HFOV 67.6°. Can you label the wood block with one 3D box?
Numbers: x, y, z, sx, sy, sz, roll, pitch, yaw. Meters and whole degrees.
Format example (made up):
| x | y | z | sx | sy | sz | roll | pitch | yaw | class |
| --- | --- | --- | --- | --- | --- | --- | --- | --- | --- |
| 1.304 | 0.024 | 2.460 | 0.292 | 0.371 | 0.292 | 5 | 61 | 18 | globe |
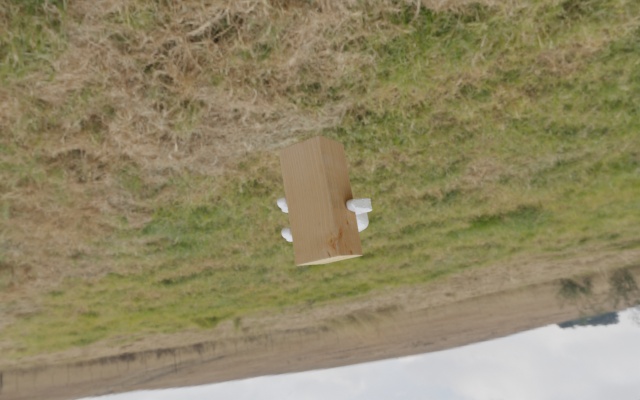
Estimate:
| x | y | z | sx | sy | sz | roll | pitch | yaw | class |
| --- | --- | --- | --- | --- | --- | --- | --- | --- | --- |
| 0.001 | 0.003 | 0.837 | 0.091 | 0.206 | 0.090 | -16 | -13 | 29 | wood block |
